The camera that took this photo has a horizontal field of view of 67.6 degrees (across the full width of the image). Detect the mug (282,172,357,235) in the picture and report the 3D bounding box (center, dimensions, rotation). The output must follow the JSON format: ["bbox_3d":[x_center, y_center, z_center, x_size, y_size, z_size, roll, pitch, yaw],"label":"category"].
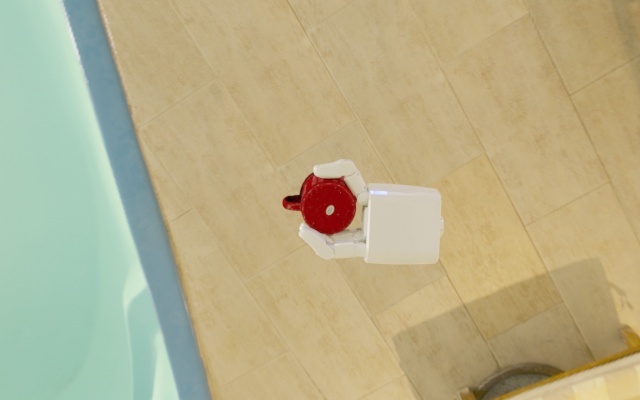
[{"bbox_3d":[-0.001,0.002,0.727,0.117,0.093,0.081,2,14,0],"label":"mug"}]
